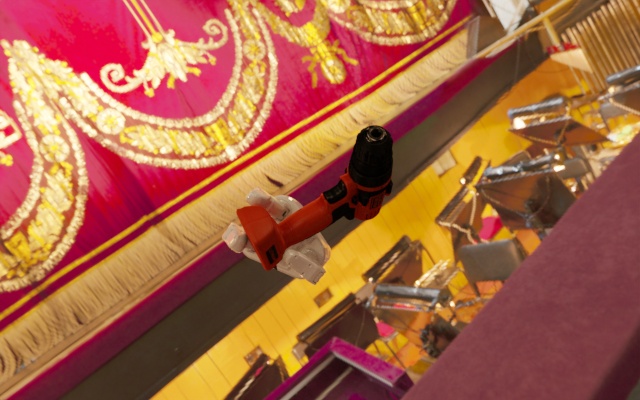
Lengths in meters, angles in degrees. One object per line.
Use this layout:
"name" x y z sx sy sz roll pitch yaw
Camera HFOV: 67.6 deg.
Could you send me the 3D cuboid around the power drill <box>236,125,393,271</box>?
"power drill" 0.000 0.002 0.559 0.187 0.057 0.184 -26 -25 -11
